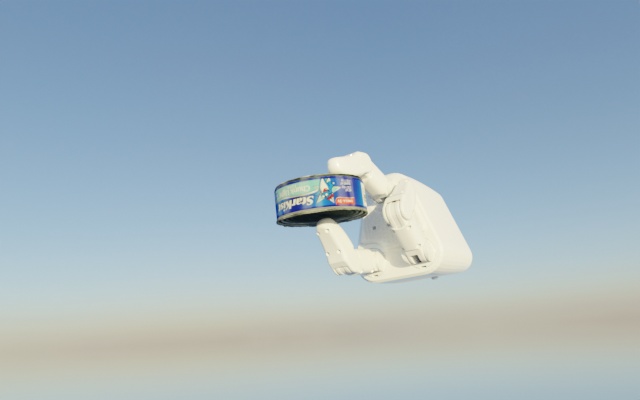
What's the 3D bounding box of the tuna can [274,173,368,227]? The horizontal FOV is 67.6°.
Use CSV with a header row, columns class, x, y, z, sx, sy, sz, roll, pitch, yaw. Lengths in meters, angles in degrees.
class,x,y,z,sx,sy,sz,roll,pitch,yaw
tuna can,0.000,0.001,0.445,0.086,0.033,0.086,-6,-11,-1
